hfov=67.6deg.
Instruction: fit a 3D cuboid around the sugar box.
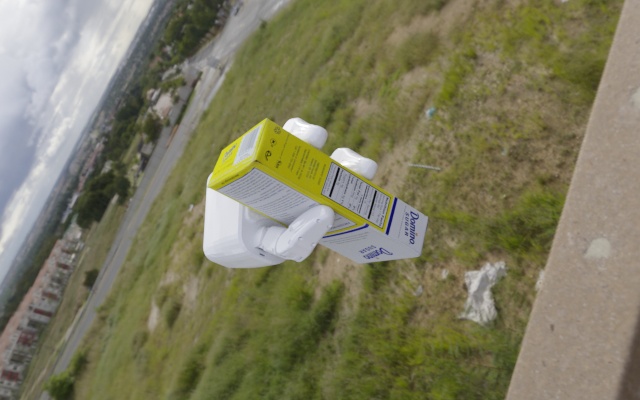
[{"bbox_3d":[0.000,0.001,0.422,0.176,0.048,0.093,27,-24,-27],"label":"sugar box"}]
